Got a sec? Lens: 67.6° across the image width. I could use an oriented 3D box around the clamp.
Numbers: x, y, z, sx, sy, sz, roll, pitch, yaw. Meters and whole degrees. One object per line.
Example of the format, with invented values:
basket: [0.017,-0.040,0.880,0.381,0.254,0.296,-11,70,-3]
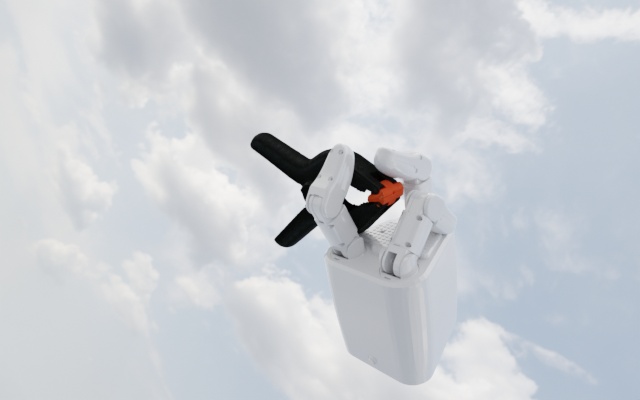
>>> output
clamp: [0.001,0.001,0.444,0.039,0.120,0.171,-30,30,-36]
